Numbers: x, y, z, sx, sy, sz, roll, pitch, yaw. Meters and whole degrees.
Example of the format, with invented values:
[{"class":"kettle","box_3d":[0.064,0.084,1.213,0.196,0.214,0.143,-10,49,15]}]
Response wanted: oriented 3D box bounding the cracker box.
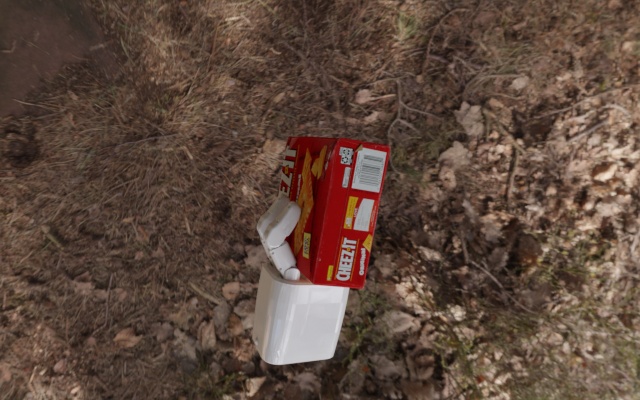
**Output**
[{"class":"cracker box","box_3d":[0.000,0.002,0.612,0.072,0.164,0.213,8,5,-20]}]
